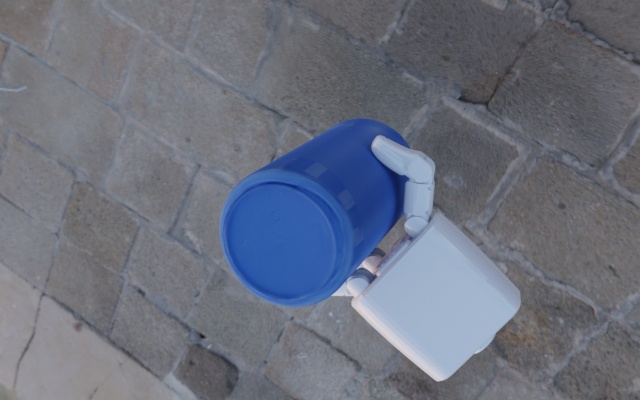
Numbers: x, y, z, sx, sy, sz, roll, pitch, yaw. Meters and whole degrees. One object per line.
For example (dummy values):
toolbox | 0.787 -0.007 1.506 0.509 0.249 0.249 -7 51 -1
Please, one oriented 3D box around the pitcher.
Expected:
pitcher | 0.000 0.002 0.454 0.145 0.149 0.242 43 24 5
